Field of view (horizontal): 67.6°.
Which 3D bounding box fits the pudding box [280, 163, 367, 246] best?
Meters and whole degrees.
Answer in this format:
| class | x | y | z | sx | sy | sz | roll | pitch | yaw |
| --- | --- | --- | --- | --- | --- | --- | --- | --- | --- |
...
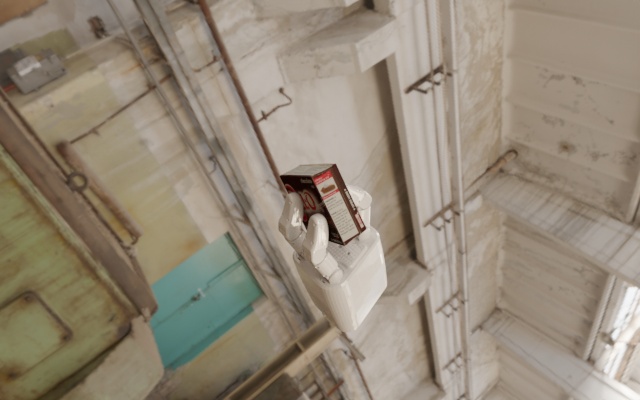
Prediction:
| class | x | y | z | sx | sy | sz | roll | pitch | yaw |
| --- | --- | --- | --- | --- | --- | --- | --- | --- | --- |
| pudding box | 0.000 | 0.002 | 0.577 | 0.039 | 0.090 | 0.113 | -32 | 14 | -21 |
